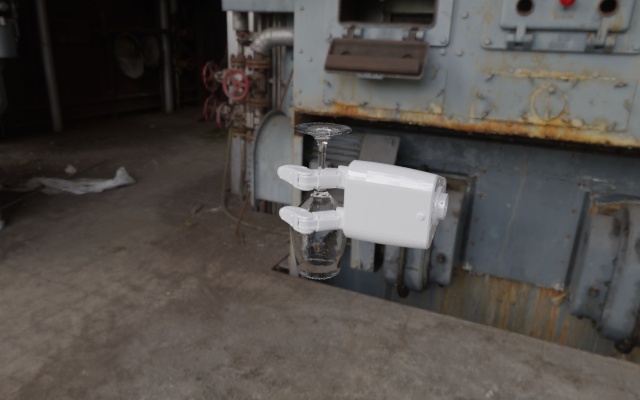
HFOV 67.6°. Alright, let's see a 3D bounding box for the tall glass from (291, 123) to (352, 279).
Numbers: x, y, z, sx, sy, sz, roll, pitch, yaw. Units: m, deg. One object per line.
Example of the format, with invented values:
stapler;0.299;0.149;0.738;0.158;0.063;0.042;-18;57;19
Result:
tall glass;0.000;0.001;0.640;0.079;0.201;0.079;2;19;-1
